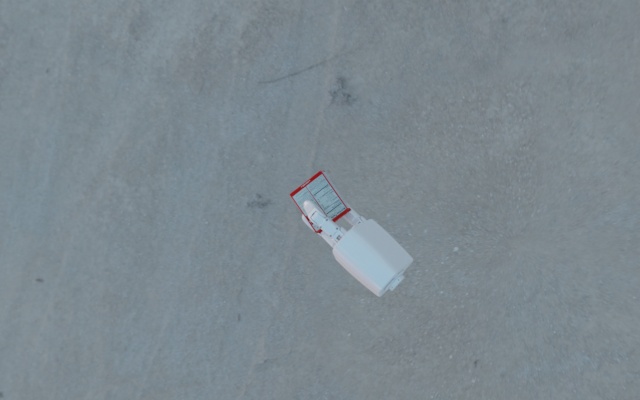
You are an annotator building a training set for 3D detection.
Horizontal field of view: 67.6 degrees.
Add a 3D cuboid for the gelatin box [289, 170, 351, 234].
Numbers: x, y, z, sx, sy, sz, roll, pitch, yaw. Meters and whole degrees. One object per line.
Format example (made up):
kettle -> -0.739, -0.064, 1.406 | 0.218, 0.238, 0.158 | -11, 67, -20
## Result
gelatin box -> 0.000, 0.003, 0.850 | 0.073, 0.089, 0.030 | -37, -10, 13
